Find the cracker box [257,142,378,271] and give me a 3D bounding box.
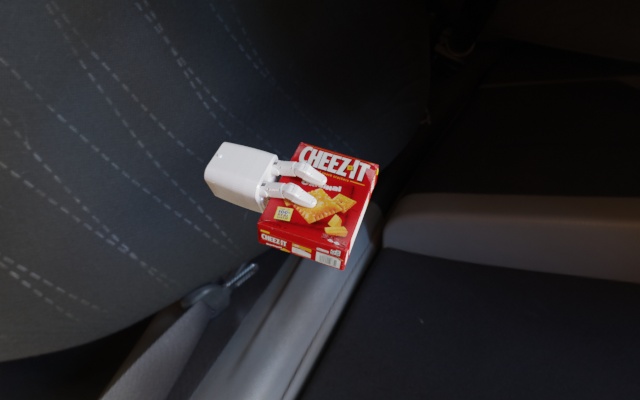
[{"bbox_3d":[0.000,0.003,0.881,0.164,0.213,0.072,18,-36,9],"label":"cracker box"}]
